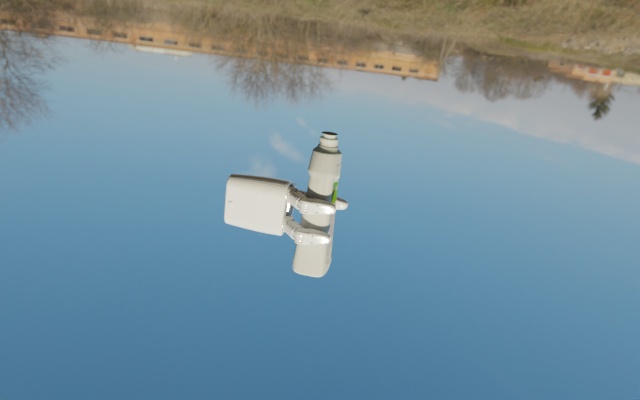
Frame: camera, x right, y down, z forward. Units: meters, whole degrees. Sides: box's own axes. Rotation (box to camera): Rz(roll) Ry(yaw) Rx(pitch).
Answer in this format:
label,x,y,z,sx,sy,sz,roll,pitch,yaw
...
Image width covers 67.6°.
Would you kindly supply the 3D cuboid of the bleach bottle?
label,x,y,z,sx,sy,sz,roll,pitch,yaw
bleach bottle,0.000,0.003,0.842,0.068,0.251,0.102,10,20,5
